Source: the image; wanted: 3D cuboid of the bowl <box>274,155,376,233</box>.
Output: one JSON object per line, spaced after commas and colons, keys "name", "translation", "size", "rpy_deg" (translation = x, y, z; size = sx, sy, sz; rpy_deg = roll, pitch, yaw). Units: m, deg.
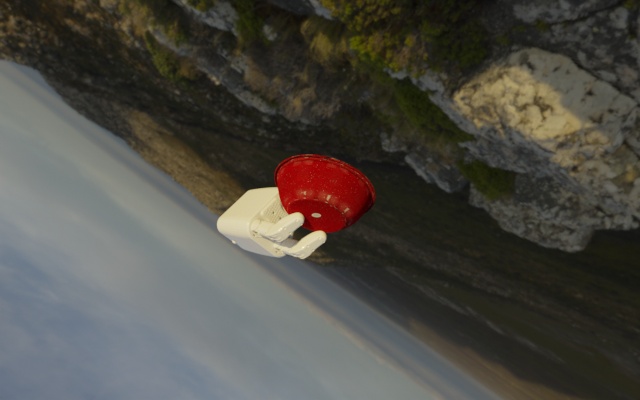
{"name": "bowl", "translation": [0.001, 0.002, 0.725], "size": [0.162, 0.055, 0.162], "rpy_deg": [11, -33, 8]}
